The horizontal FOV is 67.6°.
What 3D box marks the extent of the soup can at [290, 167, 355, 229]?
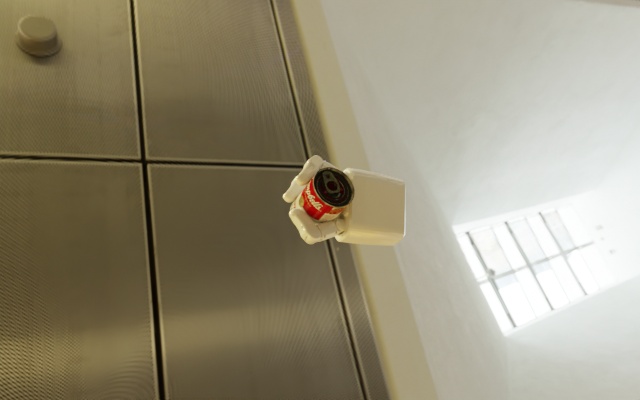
[{"bbox_3d":[0.000,0.003,0.746,0.068,0.068,0.102,0,-27,-27],"label":"soup can"}]
